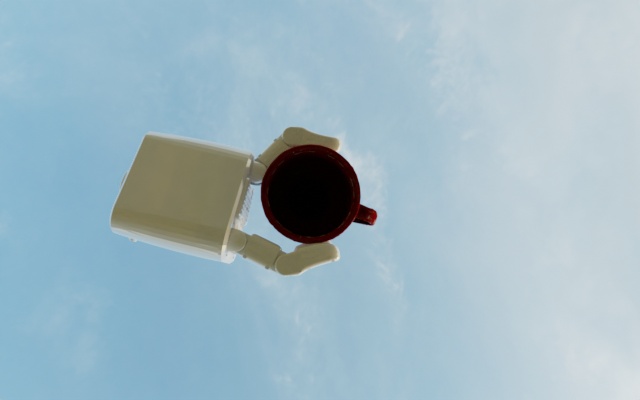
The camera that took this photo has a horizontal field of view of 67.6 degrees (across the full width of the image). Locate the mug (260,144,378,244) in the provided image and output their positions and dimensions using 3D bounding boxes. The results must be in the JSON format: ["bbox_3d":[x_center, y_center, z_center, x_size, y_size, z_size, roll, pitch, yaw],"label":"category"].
[{"bbox_3d":[0.001,0.002,0.480,0.117,0.093,0.081,15,-8,-2],"label":"mug"}]
